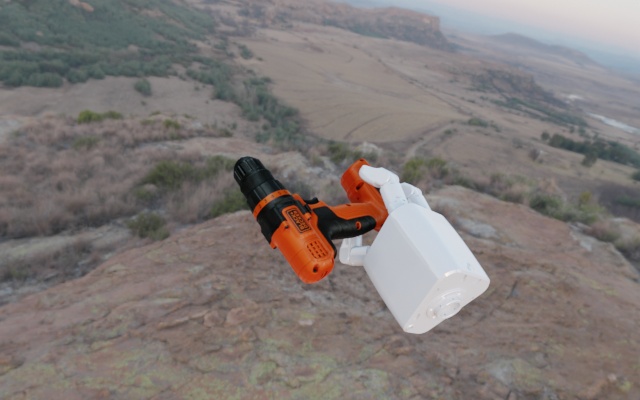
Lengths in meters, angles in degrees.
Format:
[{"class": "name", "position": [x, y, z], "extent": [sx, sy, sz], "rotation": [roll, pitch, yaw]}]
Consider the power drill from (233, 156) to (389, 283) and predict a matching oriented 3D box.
[{"class": "power drill", "position": [0.001, 0.002, 0.615], "extent": [0.187, 0.184, 0.057], "rotation": [-19, -26, -38]}]
